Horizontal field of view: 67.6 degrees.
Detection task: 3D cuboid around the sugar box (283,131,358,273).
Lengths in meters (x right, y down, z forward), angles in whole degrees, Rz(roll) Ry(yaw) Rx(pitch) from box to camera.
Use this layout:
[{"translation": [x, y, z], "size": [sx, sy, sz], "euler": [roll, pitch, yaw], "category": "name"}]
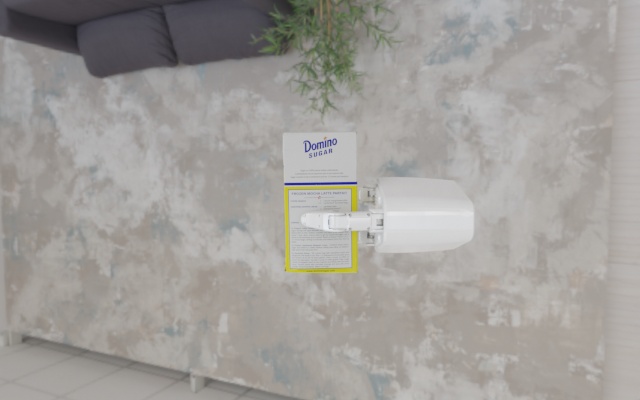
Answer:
[{"translation": [0.000, 0.002, 0.605], "size": [0.093, 0.176, 0.048], "euler": [0, 4, -1], "category": "sugar box"}]
